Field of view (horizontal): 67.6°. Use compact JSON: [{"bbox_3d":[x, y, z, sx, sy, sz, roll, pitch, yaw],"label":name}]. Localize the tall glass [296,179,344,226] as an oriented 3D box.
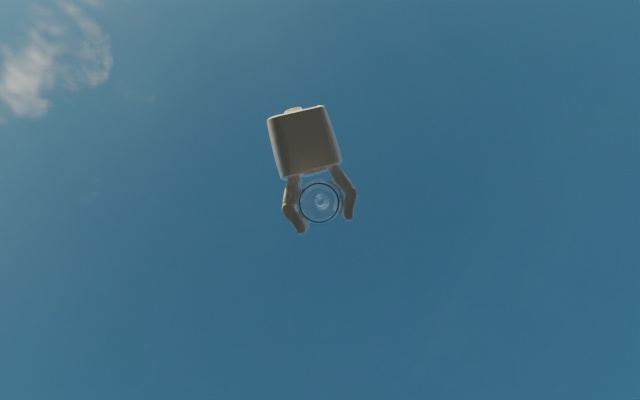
[{"bbox_3d":[0.000,0.003,0.828,0.079,0.079,0.201,0,1,1],"label":"tall glass"}]
